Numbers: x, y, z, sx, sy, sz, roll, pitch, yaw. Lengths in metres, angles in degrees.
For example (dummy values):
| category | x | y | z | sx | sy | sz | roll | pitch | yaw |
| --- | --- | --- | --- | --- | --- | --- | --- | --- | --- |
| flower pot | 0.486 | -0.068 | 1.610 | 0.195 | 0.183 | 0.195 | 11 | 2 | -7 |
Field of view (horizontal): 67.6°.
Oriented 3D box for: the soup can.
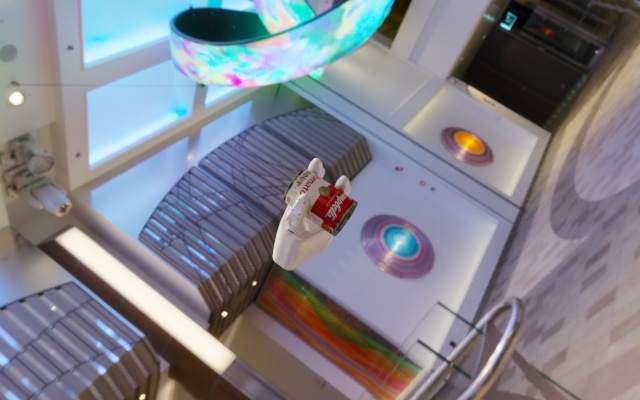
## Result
| category | x | y | z | sx | sy | sz | roll | pitch | yaw |
| --- | --- | --- | --- | --- | --- | --- | --- | --- | --- |
| soup can | 0.000 | 0.002 | 0.777 | 0.102 | 0.068 | 0.068 | 34 | 7 | 11 |
